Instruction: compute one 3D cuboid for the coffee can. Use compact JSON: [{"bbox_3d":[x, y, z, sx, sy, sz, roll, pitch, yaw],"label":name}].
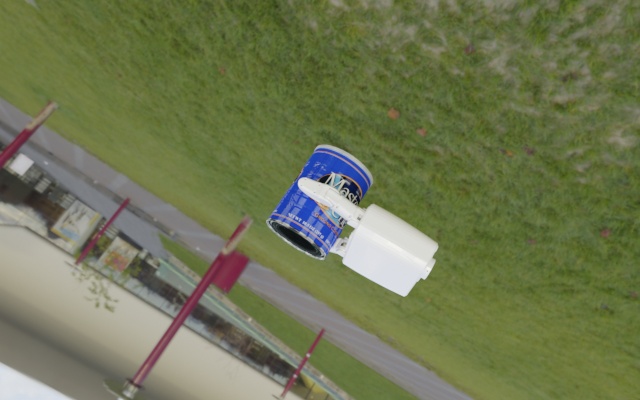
[{"bbox_3d":[0.000,0.002,0.713,0.103,0.140,0.103,30,-17,10],"label":"coffee can"}]
